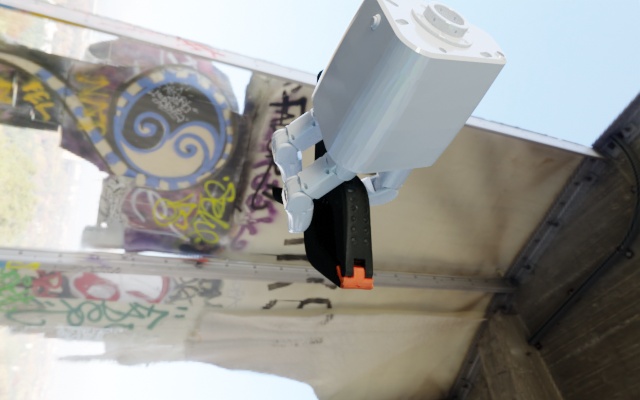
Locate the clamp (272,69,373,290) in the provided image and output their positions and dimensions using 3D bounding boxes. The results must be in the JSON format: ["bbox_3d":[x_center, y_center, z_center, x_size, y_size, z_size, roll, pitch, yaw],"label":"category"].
[{"bbox_3d":[0.001,0.002,0.446,0.036,0.209,0.165,6,-43,-24],"label":"clamp"}]
